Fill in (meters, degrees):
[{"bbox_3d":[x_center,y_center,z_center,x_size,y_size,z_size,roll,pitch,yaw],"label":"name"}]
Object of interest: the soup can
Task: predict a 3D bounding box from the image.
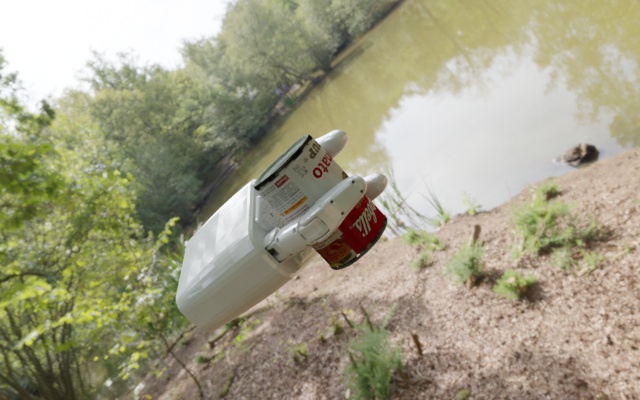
[{"bbox_3d":[0.000,0.001,0.416,0.068,0.102,0.068,-41,13,12],"label":"soup can"}]
